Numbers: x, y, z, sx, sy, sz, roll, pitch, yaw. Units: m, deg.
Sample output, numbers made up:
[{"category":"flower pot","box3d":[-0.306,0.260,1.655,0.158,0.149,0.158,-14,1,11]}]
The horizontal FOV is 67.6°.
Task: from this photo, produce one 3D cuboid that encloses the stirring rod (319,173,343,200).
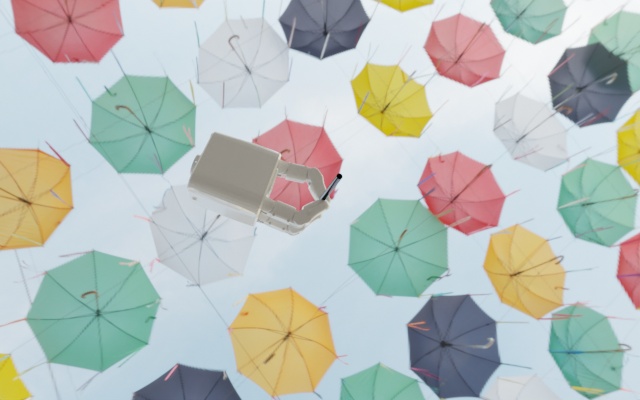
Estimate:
[{"category":"stirring rod","box3d":[0.000,0.002,0.706,0.011,0.011,0.239,0,-16,-12]}]
